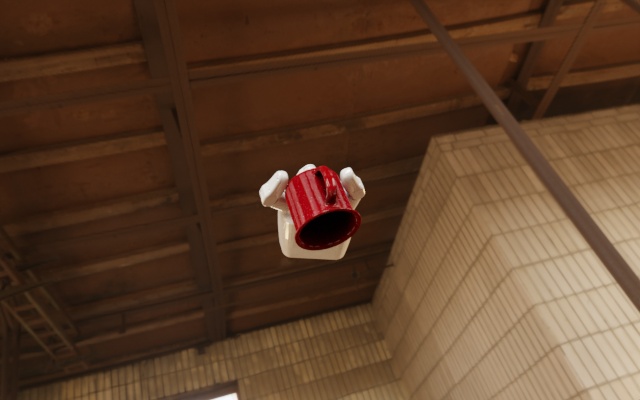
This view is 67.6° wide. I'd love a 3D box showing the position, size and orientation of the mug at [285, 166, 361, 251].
[{"bbox_3d":[0.000,0.001,0.646,0.093,0.081,0.117,-10,-36,-15],"label":"mug"}]
